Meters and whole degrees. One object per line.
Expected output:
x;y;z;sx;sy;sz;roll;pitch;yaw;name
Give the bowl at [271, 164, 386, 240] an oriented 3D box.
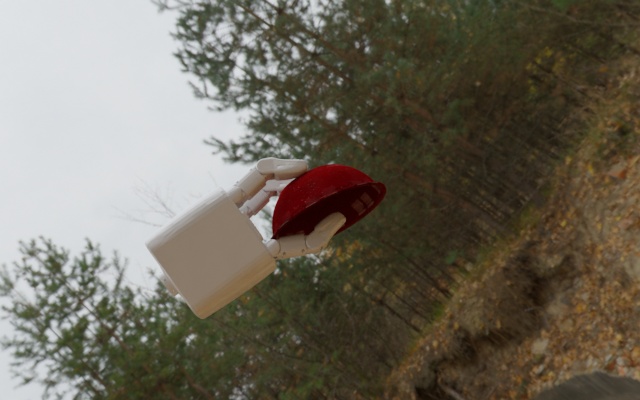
0.001;0.001;0.604;0.162;0.055;0.162;-24;-20;-9;bowl
